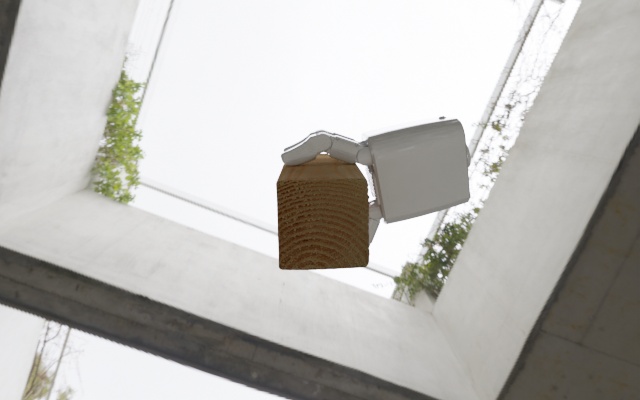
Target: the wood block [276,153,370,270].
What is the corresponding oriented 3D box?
[{"bbox_3d":[0.000,0.002,0.554,0.090,0.091,0.206,-2,12,-1],"label":"wood block"}]
